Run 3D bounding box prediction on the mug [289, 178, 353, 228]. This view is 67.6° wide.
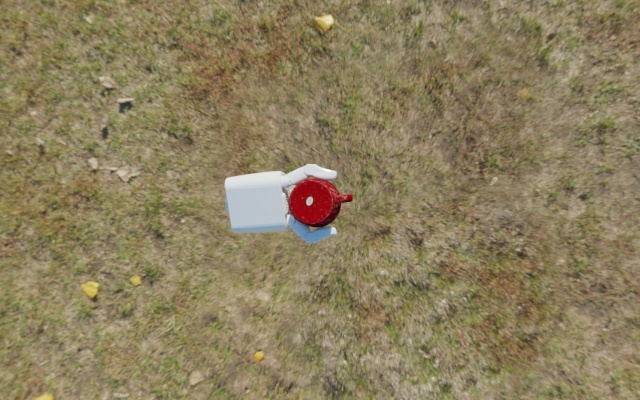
[{"bbox_3d":[0.002,0.003,0.861,0.117,0.093,0.081,-5,-2,7],"label":"mug"}]
